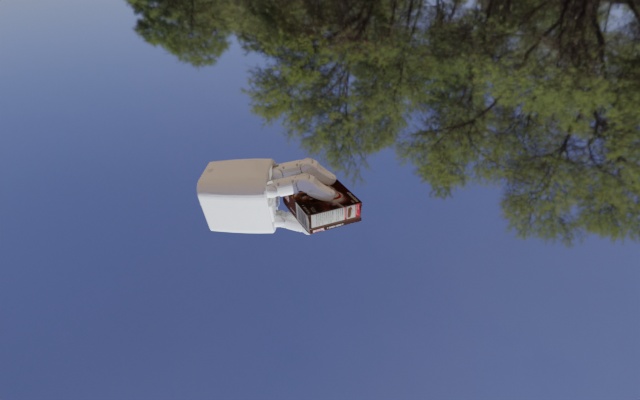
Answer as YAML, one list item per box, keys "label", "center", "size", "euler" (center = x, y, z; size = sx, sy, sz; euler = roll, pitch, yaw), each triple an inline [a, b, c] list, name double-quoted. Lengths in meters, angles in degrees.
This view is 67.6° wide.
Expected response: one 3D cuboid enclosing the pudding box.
- label: "pudding box"
  center: [0.000, 0.003, 0.743]
  size: [0.090, 0.039, 0.113]
  euler: [-14, 33, -20]
